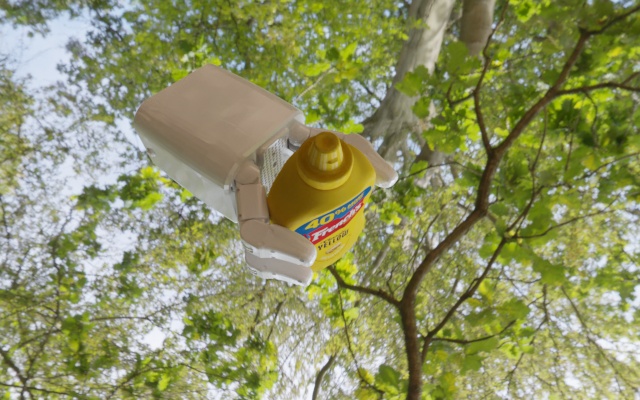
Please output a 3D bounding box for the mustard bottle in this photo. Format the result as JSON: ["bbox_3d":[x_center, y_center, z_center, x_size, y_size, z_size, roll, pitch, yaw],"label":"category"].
[{"bbox_3d":[0.000,0.002,0.407,0.096,0.058,0.192,-28,-22,-15],"label":"mustard bottle"}]
